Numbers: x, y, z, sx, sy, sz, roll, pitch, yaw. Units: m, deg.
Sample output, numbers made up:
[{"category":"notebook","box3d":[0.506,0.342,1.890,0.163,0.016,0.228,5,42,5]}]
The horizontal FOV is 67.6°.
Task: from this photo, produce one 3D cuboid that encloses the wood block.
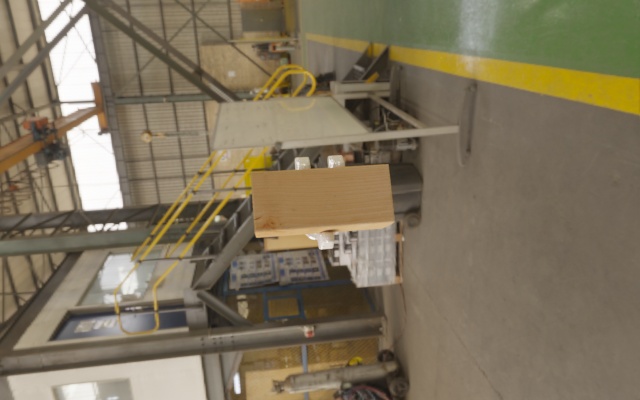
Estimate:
[{"category":"wood block","box3d":[0.000,0.003,0.737,0.206,0.091,0.090,-4,-9,-7]}]
